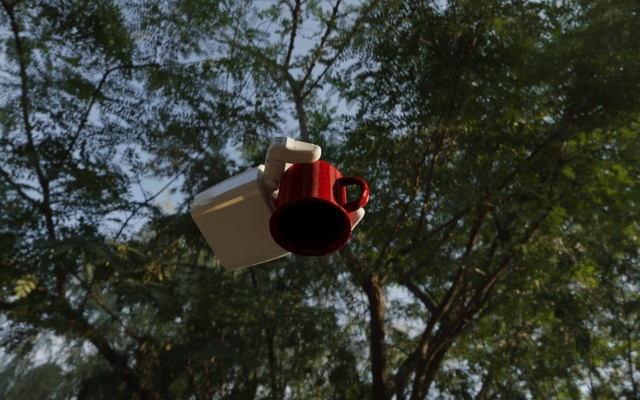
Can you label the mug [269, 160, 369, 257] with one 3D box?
[{"bbox_3d":[0.001,0.001,0.561,0.117,0.093,0.081,-19,38,17],"label":"mug"}]
